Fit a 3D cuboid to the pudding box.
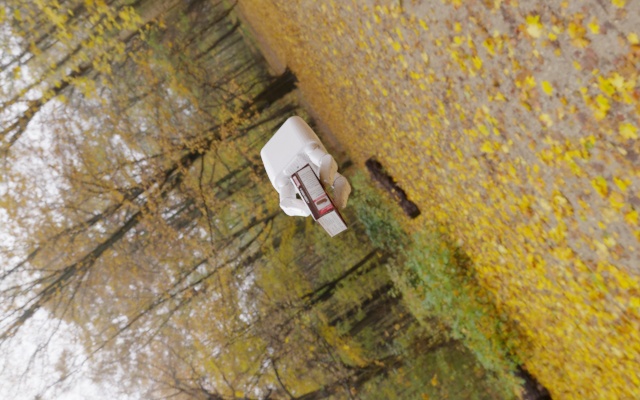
[{"bbox_3d":[0.000,0.003,0.764,0.039,0.090,0.113,-33,-21,4],"label":"pudding box"}]
